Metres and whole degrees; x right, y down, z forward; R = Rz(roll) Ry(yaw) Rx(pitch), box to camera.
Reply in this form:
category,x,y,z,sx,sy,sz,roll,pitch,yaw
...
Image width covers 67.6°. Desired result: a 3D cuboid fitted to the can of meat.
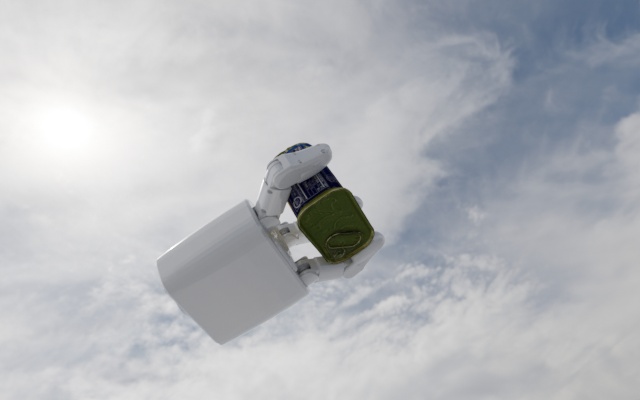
category,x,y,z,sx,sy,sz,roll,pitch,yaw
can of meat,0.000,0.001,0.475,0.057,0.084,0.102,-35,-41,1
